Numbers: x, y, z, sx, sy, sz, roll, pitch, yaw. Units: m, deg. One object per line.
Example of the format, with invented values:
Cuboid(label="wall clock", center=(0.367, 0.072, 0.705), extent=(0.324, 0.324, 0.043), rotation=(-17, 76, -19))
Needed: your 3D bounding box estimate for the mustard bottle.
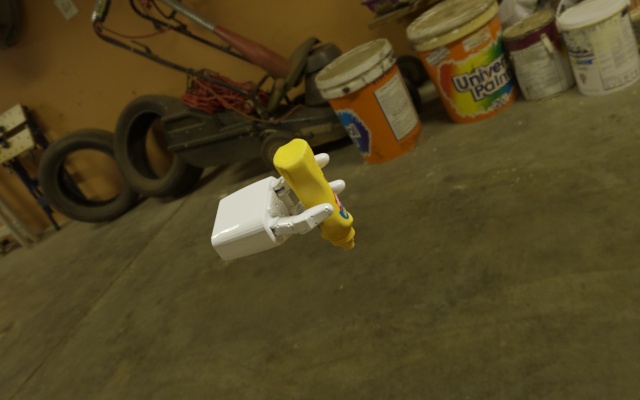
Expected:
Cuboid(label="mustard bottle", center=(0.000, 0.002, 0.732), extent=(0.058, 0.192, 0.096), rotation=(-31, 24, 3))
